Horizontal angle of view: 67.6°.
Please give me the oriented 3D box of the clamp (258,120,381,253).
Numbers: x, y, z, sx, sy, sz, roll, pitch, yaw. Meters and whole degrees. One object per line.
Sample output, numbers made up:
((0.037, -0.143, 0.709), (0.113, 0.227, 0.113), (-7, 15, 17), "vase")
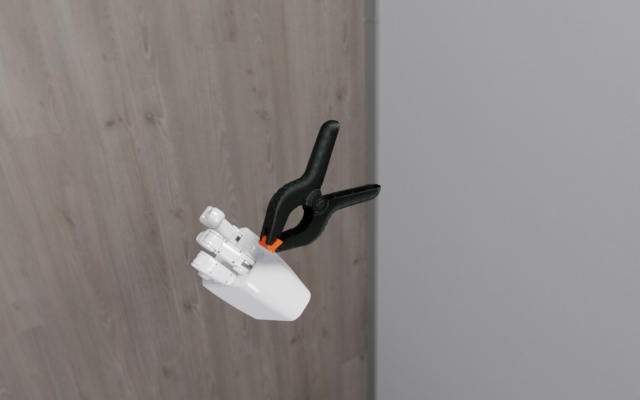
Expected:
((0.000, 0.002, 0.579), (0.120, 0.171, 0.039), (42, -9, -24), "clamp")
